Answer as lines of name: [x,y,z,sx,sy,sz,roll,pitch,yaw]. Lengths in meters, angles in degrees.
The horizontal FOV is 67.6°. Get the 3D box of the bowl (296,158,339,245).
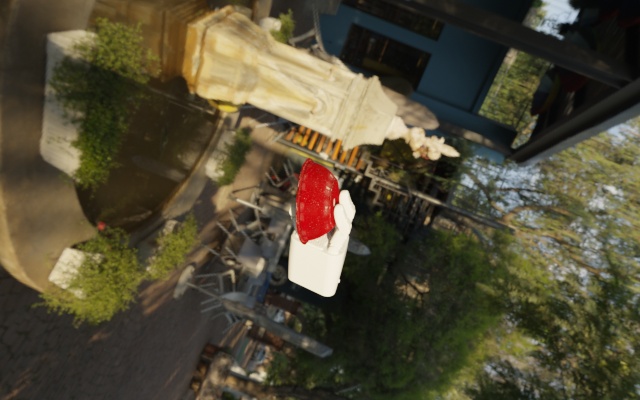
bowl: [0.000,0.002,0.881,0.055,0.162,0.162,3,1,12]
